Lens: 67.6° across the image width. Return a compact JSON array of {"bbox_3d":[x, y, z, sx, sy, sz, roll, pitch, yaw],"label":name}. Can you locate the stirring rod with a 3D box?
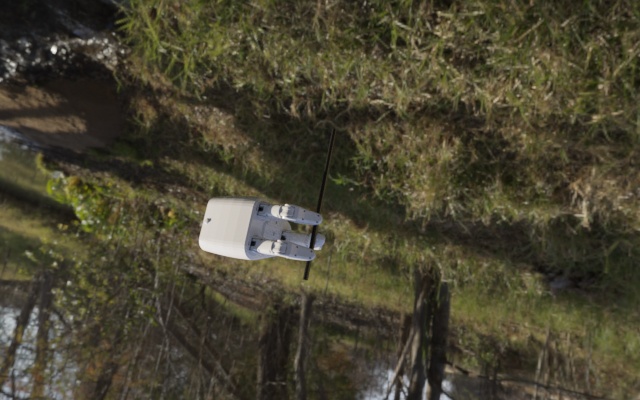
[{"bbox_3d":[0.000,0.002,0.733,0.011,0.239,0.011,11,-12,2],"label":"stirring rod"}]
